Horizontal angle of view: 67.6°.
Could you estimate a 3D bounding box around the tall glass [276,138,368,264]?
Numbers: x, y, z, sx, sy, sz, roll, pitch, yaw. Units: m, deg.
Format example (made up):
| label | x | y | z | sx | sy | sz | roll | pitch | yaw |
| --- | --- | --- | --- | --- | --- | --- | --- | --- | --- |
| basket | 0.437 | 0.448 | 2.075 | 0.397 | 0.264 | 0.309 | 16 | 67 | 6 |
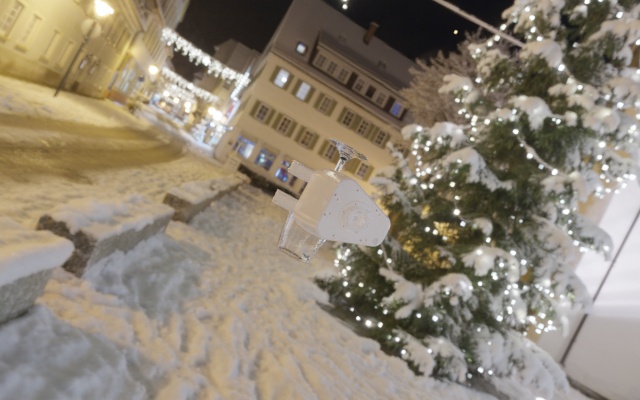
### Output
| label | x | y | z | sx | sy | sz | roll | pitch | yaw |
| --- | --- | --- | --- | --- | --- | --- | --- | --- | --- |
| tall glass | 0.000 | 0.002 | 0.795 | 0.079 | 0.201 | 0.079 | 28 | 0 | 0 |
